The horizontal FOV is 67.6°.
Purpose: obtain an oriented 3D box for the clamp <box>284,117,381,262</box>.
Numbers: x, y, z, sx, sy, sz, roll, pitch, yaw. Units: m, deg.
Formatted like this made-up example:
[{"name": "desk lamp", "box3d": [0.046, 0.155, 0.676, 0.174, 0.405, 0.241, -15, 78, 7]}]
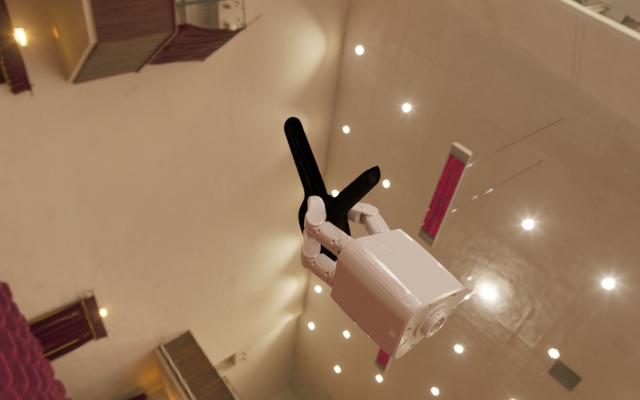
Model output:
[{"name": "clamp", "box3d": [0.001, 0.002, 0.626, 0.036, 0.210, 0.164, -22, 49, -32]}]
